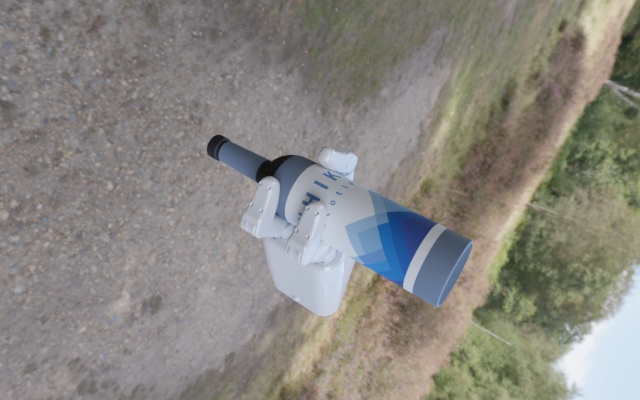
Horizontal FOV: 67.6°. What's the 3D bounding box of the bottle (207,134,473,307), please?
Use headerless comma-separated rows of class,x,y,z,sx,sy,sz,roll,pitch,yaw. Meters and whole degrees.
bottle,0.000,0.002,0.478,0.295,0.069,0.069,28,12,24
